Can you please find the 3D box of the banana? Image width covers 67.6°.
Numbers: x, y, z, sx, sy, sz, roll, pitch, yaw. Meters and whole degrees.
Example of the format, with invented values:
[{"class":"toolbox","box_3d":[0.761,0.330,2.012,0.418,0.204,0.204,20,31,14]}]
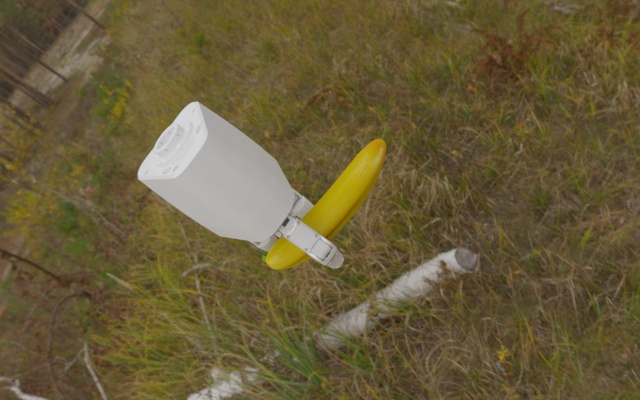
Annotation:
[{"class":"banana","box_3d":[0.002,0.014,0.512,0.037,0.198,0.069,38,16,-31]}]
